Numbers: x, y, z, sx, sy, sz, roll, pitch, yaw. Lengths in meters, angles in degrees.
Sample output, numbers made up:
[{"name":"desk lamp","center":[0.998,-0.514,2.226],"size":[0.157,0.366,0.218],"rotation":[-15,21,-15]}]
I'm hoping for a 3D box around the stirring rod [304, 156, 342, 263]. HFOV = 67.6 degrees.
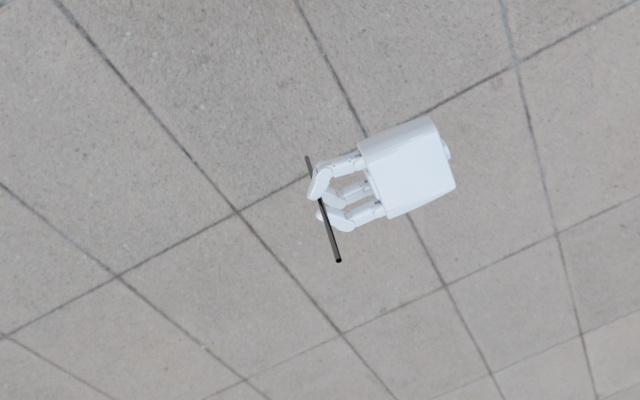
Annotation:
[{"name":"stirring rod","center":[0.000,0.002,0.673],"size":[0.011,0.011,0.239],"rotation":[0,36,-13]}]
